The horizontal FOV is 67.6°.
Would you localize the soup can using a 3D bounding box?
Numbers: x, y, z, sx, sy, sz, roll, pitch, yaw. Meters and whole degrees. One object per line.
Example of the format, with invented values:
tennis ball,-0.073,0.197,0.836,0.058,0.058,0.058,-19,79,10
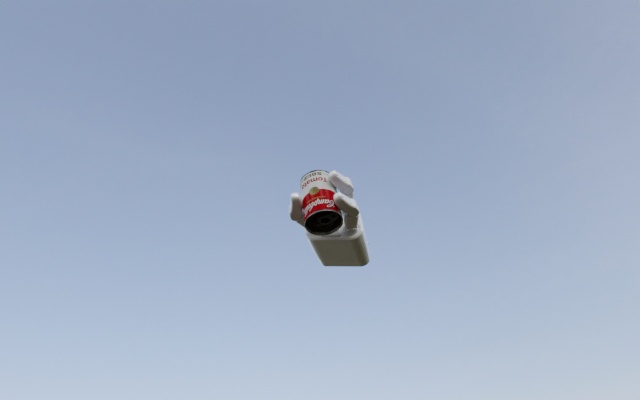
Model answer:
soup can,0.000,0.002,0.861,0.068,0.102,0.069,-5,-42,-5
